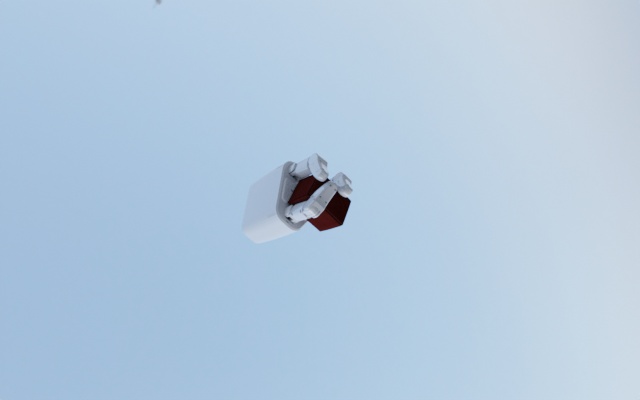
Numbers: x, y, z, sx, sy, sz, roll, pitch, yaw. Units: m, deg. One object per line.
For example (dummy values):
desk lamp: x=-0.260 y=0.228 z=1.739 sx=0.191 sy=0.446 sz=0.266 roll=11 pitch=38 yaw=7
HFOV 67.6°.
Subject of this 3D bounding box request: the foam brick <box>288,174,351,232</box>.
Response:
foam brick: x=0.000 y=0.003 z=0.748 sx=0.078 sy=0.053 sz=0.051 roll=44 pitch=-41 yaw=-22
